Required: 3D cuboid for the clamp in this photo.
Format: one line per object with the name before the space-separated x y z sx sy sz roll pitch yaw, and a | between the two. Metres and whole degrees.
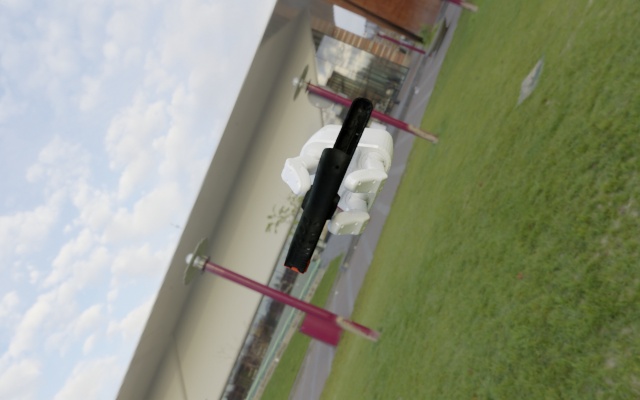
clamp | -0.001 0.002 0.509 0.036 0.210 0.164 24 25 3
